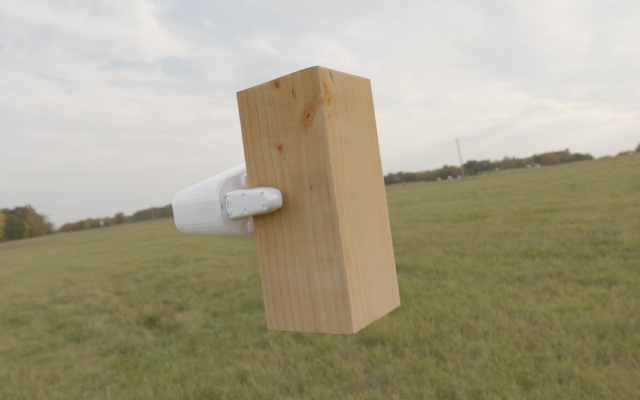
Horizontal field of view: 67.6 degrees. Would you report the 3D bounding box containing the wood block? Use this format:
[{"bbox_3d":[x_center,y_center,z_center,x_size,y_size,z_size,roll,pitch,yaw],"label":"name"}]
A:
[{"bbox_3d":[0.000,0.001,0.419,0.090,0.206,0.091,-7,1,35],"label":"wood block"}]
